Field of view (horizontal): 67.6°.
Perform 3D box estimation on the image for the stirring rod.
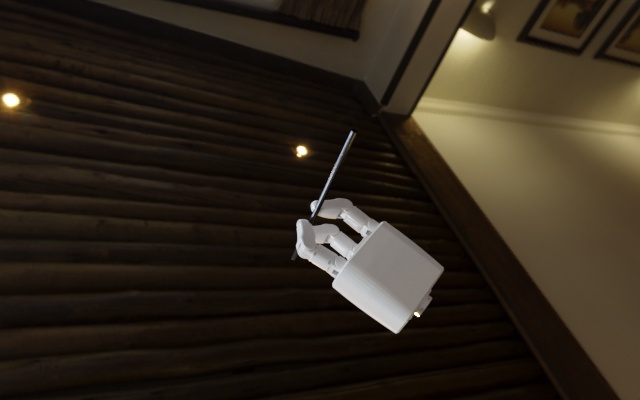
[{"bbox_3d":[0.000,0.002,0.642,0.011,0.240,0.011,15,40,-13],"label":"stirring rod"}]
